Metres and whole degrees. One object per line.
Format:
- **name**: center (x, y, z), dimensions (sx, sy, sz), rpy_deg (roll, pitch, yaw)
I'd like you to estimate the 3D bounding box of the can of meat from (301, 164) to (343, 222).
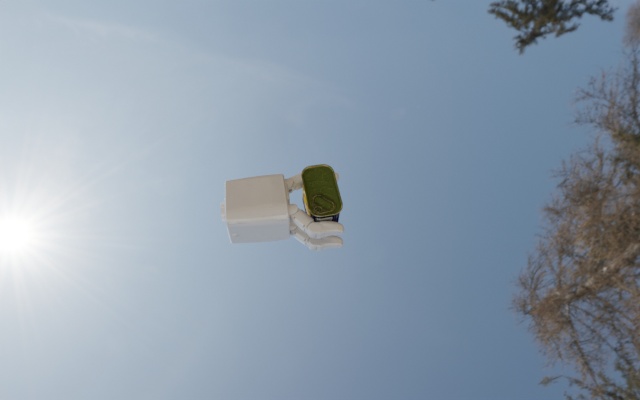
- **can of meat**: center (0.000, 0.003, 0.833), dimensions (0.057, 0.102, 0.084), rpy_deg (-9, -30, -9)
